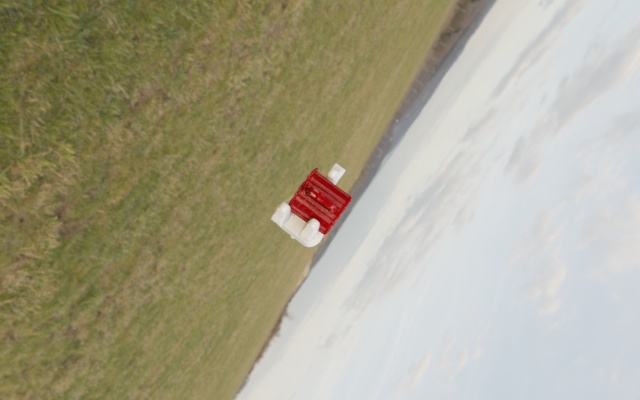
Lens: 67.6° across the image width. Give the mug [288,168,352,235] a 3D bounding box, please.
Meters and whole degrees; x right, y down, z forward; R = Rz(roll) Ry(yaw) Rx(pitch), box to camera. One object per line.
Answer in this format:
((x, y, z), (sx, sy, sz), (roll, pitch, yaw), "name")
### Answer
((0.000, 0.002, 0.805), (0.081, 0.093, 0.117), (36, -10, 3), "mug")
